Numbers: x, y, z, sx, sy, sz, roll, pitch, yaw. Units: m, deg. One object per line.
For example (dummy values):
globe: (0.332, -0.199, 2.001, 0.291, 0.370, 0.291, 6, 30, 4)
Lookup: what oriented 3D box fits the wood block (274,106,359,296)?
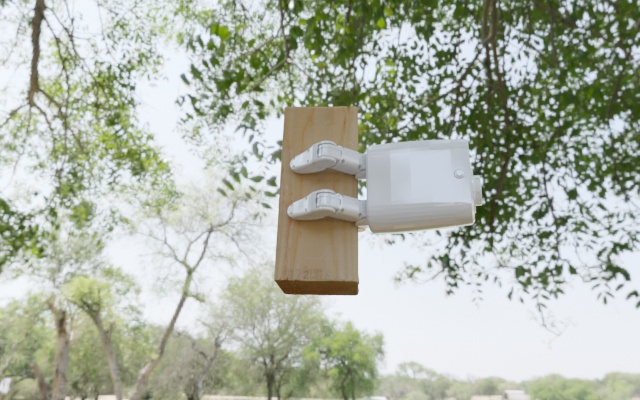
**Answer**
wood block: (0.001, 0.002, 0.564, 0.090, 0.206, 0.091, 0, -21, 4)
